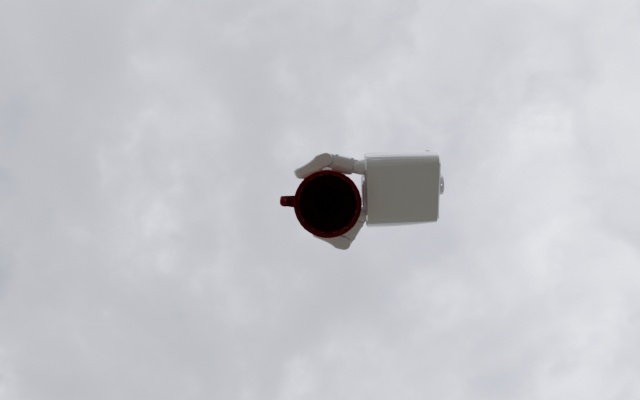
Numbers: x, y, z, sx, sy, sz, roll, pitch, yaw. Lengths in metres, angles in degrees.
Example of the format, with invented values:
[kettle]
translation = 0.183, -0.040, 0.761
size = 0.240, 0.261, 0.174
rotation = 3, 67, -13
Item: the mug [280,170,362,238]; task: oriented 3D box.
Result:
[mug]
translation = -0.001, 0.002, 0.687
size = 0.117, 0.093, 0.081
rotation = -1, 4, 4
